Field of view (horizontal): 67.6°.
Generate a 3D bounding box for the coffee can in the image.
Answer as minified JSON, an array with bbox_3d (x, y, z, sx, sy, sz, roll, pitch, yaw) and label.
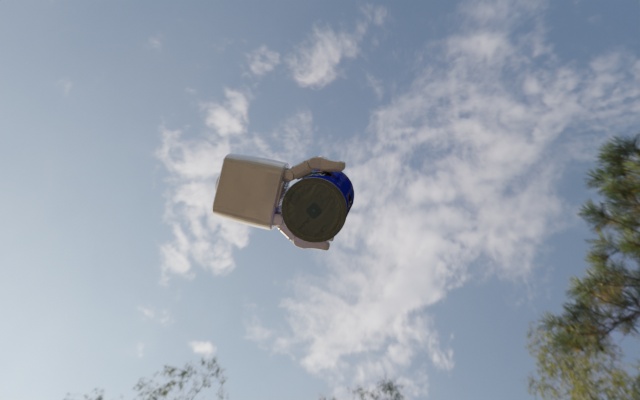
[{"bbox_3d":[0.000,0.003,0.797,0.103,0.103,0.140,0,11,9],"label":"coffee can"}]
